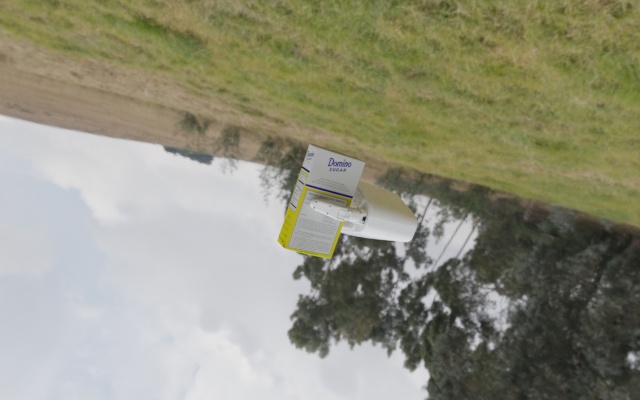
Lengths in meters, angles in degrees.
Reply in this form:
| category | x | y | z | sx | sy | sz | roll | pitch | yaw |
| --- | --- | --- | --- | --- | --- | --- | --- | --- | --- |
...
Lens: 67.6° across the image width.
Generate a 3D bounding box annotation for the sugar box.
| category | x | y | z | sx | sy | sz | roll | pitch | yaw |
| --- | --- | --- | --- | --- | --- | --- | --- | --- | --- |
| sugar box | 0.000 | 0.003 | 0.793 | 0.093 | 0.176 | 0.048 | 15 | 8 | -27 |
